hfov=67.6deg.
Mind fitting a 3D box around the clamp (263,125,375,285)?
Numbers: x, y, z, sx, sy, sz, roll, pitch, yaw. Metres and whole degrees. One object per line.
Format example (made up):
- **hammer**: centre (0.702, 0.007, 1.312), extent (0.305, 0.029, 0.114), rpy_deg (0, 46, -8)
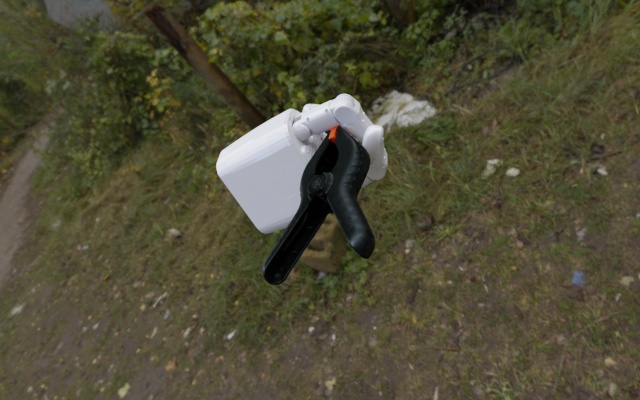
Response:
- **clamp**: centre (0.000, 0.001, 0.448), extent (0.120, 0.171, 0.039), rpy_deg (-24, -53, 28)
